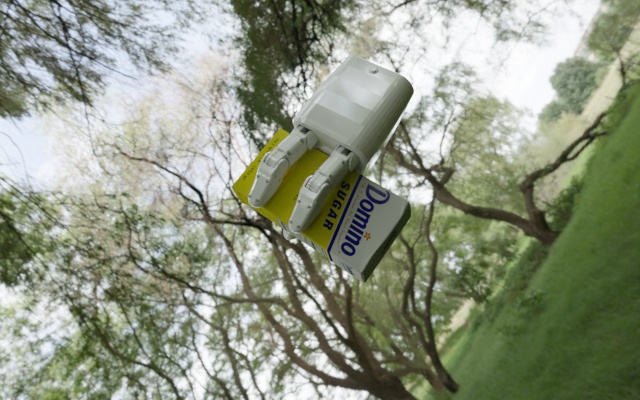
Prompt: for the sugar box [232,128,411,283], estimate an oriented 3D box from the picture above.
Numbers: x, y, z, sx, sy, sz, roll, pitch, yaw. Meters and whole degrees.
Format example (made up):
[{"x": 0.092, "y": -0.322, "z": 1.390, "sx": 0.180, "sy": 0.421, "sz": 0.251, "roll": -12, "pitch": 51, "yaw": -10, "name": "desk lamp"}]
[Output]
[{"x": 0.000, "y": 0.001, "z": 0.520, "sx": 0.176, "sy": 0.093, "sz": 0.048, "roll": 30, "pitch": -16, "yaw": 23, "name": "sugar box"}]
